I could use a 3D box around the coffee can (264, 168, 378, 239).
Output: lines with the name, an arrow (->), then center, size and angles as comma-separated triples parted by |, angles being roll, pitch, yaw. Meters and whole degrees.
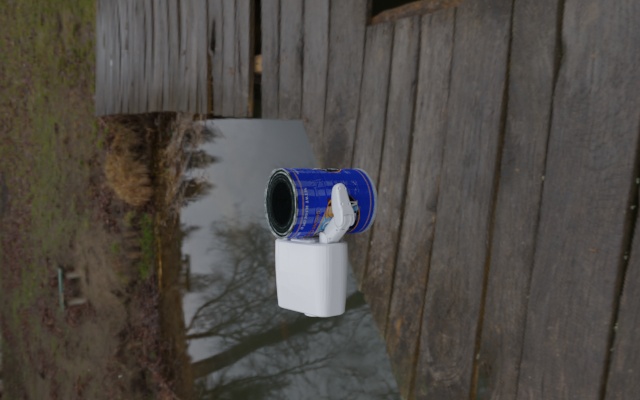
coffee can -> 0.000, 0.002, 0.719 | 0.140, 0.103, 0.103 | -2, 1, -32
